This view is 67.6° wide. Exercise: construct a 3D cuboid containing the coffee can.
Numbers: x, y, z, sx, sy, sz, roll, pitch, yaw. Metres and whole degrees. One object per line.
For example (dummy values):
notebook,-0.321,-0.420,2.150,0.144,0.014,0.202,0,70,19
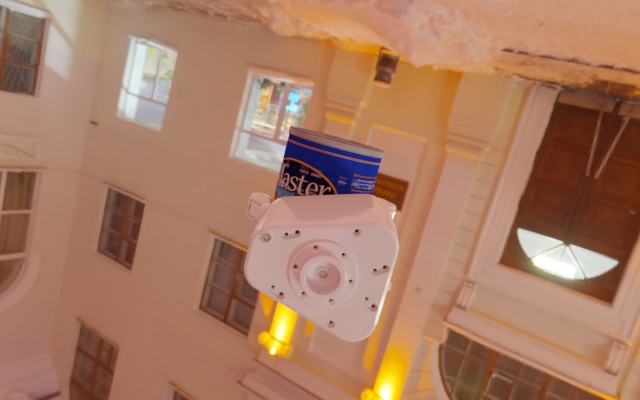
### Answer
coffee can,0.000,0.001,0.510,0.103,0.140,0.103,14,10,-3
